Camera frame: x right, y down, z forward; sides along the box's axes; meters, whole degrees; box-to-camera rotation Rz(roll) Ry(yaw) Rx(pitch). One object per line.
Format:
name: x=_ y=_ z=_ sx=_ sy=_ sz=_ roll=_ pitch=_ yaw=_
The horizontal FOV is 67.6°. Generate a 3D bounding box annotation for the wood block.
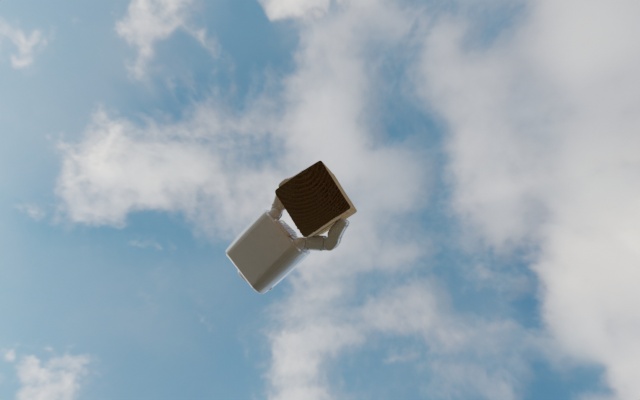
wood block: x=0.000 y=0.003 z=0.834 sx=0.090 sy=0.091 sz=0.206 roll=-34 pitch=-6 yaw=4
